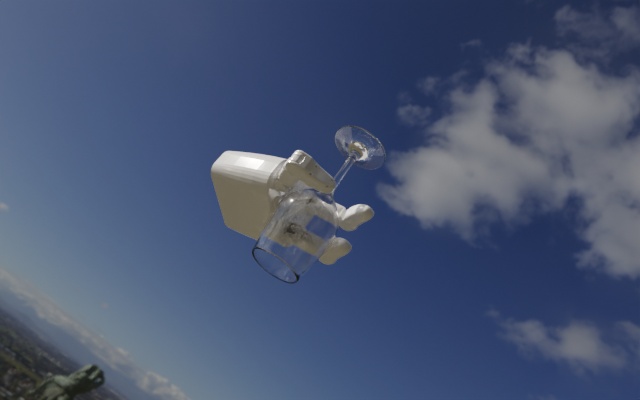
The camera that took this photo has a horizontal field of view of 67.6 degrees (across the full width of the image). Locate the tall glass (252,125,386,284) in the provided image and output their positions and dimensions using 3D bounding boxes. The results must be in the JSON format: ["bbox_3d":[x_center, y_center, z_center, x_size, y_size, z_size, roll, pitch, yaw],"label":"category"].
[{"bbox_3d":[0.001,0.001,0.574,0.079,0.201,0.079,26,-30,17],"label":"tall glass"}]
